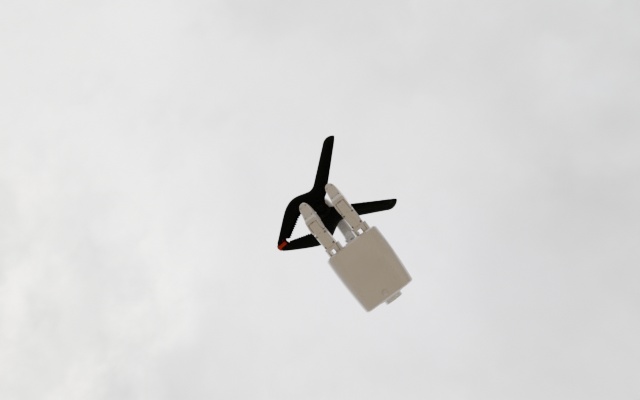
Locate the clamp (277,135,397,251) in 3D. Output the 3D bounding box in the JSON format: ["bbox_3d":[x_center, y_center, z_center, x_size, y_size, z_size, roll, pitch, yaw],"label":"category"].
[{"bbox_3d":[0.000,0.003,0.814,0.210,0.164,0.036,-38,-11,5],"label":"clamp"}]
